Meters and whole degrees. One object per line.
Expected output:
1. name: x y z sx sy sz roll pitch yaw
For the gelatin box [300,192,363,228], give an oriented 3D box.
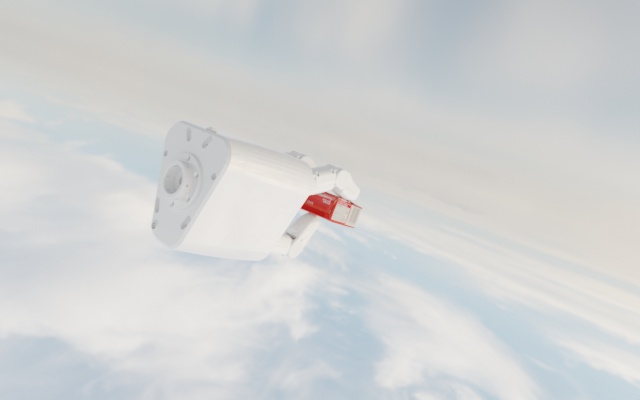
1. gelatin box: 0.000 0.002 0.556 0.073 0.030 0.089 23 1 24
